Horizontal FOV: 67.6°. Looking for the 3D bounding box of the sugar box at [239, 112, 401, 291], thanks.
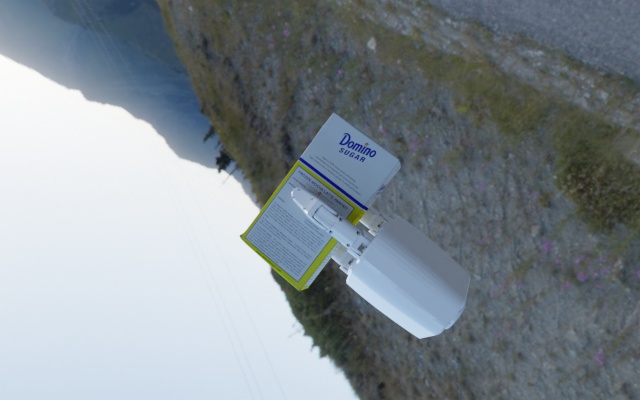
[{"bbox_3d":[0.000,0.002,0.530,0.093,0.176,0.048,39,1,12],"label":"sugar box"}]
